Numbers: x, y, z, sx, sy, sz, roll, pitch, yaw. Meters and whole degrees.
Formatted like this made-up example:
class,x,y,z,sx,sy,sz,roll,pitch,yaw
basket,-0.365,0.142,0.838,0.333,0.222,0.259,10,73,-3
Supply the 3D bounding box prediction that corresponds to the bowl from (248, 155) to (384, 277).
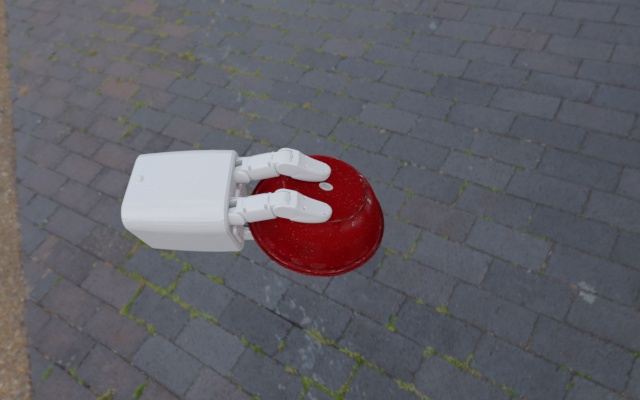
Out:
class,x,y,z,sx,sy,sz,roll,pitch,yaw
bowl,0.001,0.001,0.536,0.162,0.162,0.055,0,-37,-12
